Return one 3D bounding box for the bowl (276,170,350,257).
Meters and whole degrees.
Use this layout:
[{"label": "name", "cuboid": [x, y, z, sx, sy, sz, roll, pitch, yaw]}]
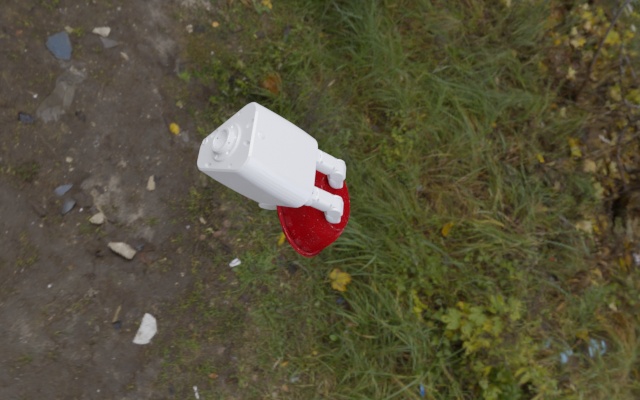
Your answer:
[{"label": "bowl", "cuboid": [0.001, 0.002, 0.716, 0.055, 0.162, 0.162, -8, -4, 28]}]
